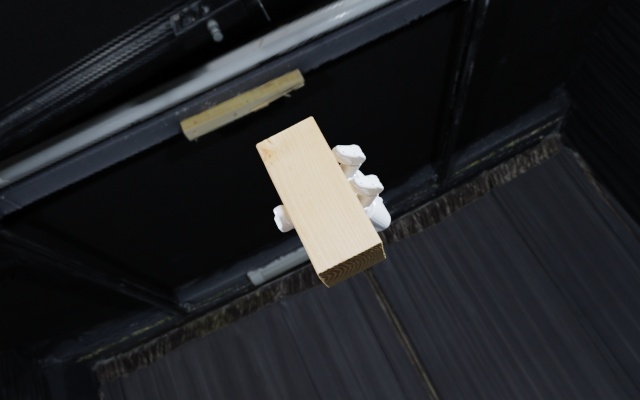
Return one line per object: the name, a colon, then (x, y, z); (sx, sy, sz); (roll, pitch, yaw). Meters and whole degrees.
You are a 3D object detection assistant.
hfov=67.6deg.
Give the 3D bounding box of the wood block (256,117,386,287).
wood block: (0.000, 0.002, 0.661); (0.091, 0.206, 0.090); (-28, -24, 0)
